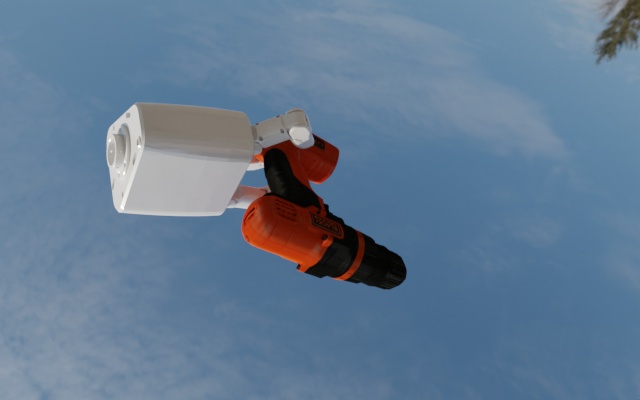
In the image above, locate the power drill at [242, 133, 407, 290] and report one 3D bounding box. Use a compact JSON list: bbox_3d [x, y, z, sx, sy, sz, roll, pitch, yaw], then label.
[{"bbox_3d":[0.000,0.001,0.503,0.184,0.057,0.187,26,29,-31],"label":"power drill"}]
